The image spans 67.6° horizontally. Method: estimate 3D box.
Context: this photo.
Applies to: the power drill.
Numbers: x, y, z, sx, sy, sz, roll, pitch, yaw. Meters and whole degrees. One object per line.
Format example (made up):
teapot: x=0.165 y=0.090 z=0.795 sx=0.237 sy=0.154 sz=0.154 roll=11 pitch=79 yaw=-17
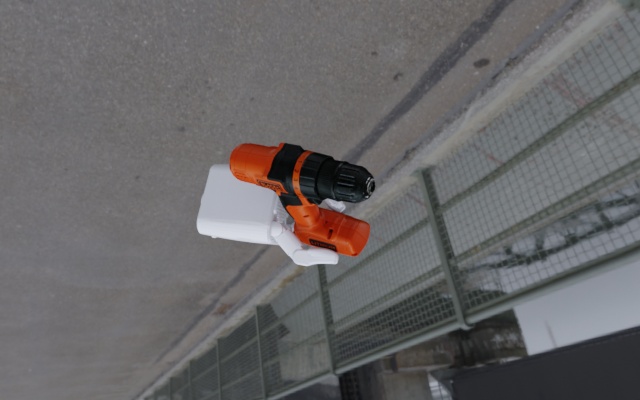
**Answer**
power drill: x=0.000 y=0.002 z=0.586 sx=0.184 sy=0.057 sz=0.188 roll=15 pitch=-24 yaw=31
